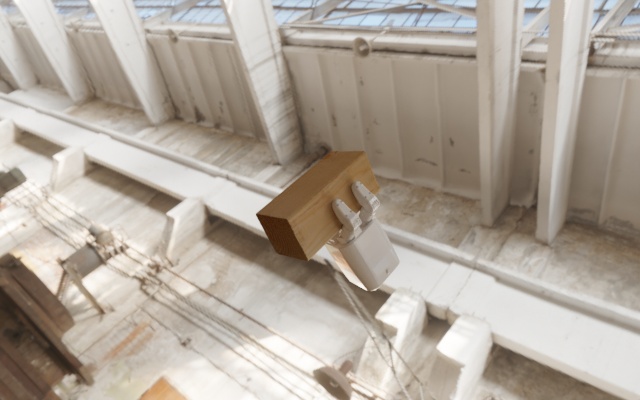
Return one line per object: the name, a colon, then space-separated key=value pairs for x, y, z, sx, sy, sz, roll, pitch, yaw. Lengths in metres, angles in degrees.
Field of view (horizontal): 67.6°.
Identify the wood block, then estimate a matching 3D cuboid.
wood block: x=0.000 y=0.003 z=0.844 sx=0.091 sy=0.090 sz=0.206 roll=5 pitch=39 yaw=48
